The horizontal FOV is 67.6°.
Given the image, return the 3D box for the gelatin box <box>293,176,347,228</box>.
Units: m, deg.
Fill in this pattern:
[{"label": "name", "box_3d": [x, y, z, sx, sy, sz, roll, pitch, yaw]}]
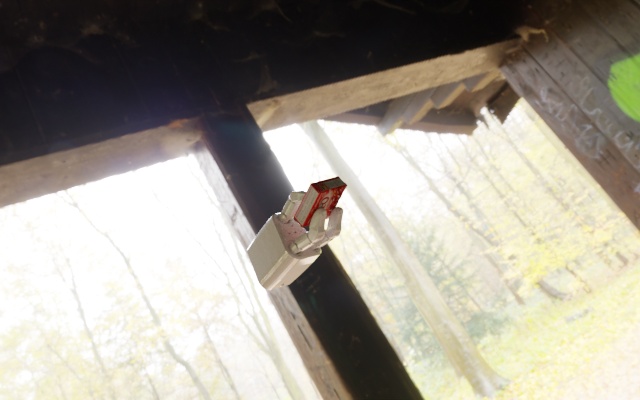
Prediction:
[{"label": "gelatin box", "box_3d": [0.000, 0.002, 0.859, 0.073, 0.089, 0.030, -16, 54, -44]}]
